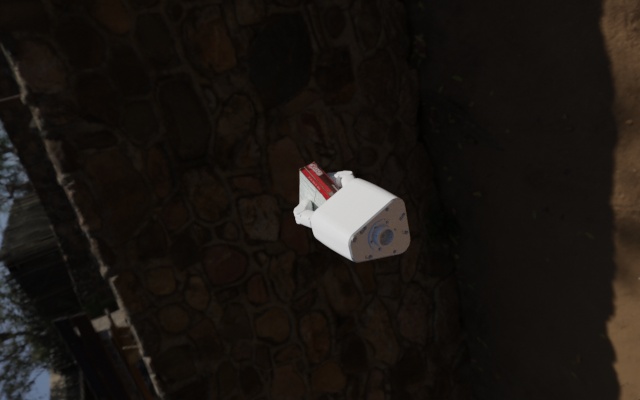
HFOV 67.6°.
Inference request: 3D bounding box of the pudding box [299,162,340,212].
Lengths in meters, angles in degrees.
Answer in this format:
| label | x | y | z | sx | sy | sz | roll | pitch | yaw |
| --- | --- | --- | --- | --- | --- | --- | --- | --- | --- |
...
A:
| label | x | y | z | sx | sy | sz | roll | pitch | yaw |
| --- | --- | --- | --- | --- | --- | --- | --- | --- | --- |
| pudding box | 0.000 | 0.003 | 0.833 | 0.039 | 0.114 | 0.090 | -24 | 55 | -23 |
